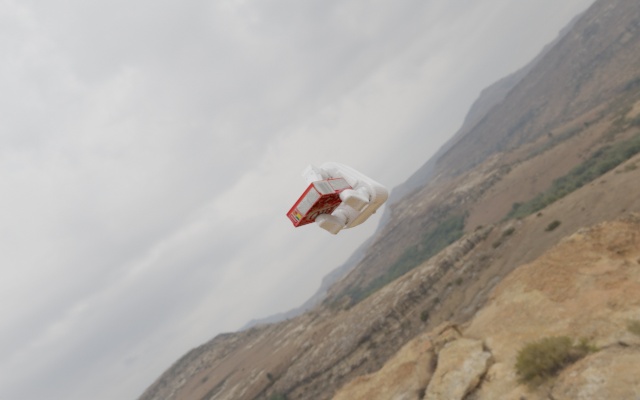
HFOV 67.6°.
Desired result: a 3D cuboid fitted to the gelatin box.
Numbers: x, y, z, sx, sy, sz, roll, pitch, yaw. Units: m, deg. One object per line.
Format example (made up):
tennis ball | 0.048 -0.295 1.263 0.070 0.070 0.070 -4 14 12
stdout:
gelatin box | 0.000 0.002 0.728 0.073 0.030 0.089 -49 -21 29
